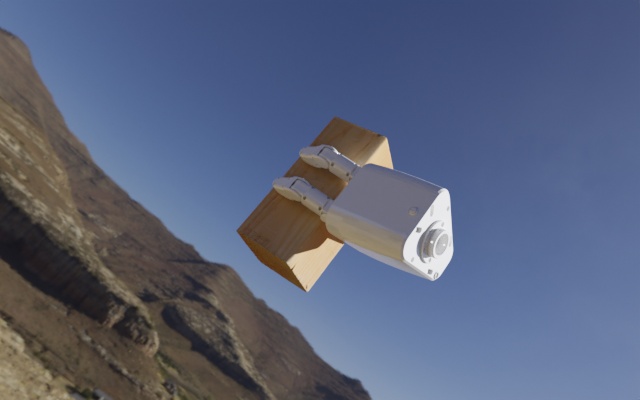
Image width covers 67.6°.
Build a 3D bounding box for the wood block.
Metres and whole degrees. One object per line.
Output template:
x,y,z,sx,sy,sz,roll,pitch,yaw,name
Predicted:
0.001,0.002,0.629,0.090,0.206,0.091,28,-22,31,wood block
